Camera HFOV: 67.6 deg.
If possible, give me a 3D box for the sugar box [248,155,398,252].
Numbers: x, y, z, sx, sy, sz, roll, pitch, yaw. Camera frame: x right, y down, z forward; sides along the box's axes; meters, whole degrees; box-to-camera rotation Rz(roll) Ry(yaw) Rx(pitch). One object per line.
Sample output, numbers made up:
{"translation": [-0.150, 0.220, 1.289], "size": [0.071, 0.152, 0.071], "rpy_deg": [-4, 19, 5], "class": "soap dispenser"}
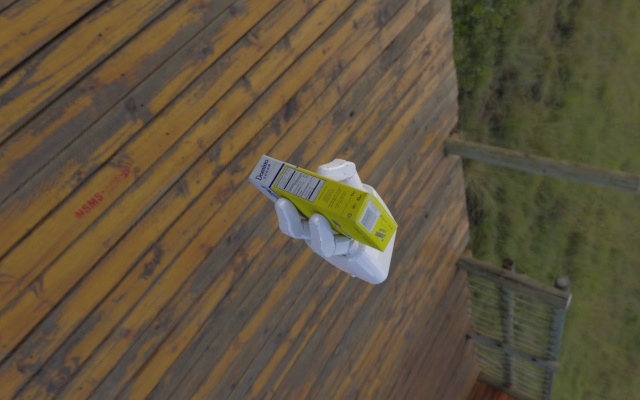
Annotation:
{"translation": [0.000, 0.003, 0.597], "size": [0.176, 0.048, 0.093], "rpy_deg": [18, -17, 36], "class": "sugar box"}
